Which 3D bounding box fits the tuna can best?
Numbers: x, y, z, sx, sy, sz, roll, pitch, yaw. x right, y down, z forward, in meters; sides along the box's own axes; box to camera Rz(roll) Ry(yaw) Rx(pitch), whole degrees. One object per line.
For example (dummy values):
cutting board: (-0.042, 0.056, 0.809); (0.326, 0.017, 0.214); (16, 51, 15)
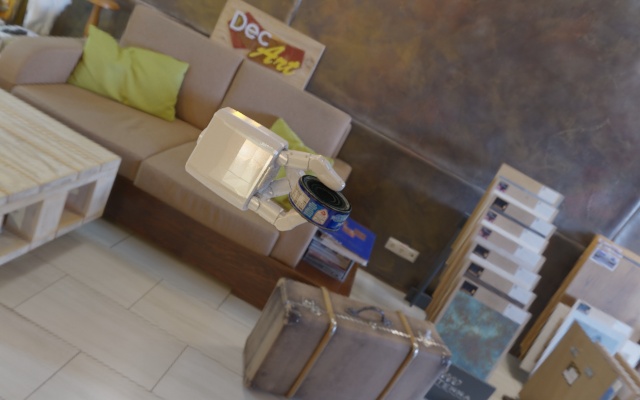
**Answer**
tuna can: (0.000, 0.002, 0.656); (0.086, 0.034, 0.086); (30, 21, -13)
